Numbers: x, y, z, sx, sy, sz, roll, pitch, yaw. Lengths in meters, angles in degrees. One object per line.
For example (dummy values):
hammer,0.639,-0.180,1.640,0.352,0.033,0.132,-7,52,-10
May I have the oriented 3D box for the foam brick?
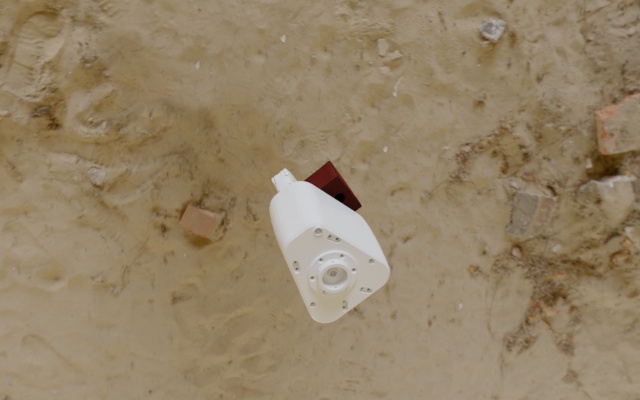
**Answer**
foam brick,0.000,0.002,0.569,0.078,0.053,0.051,-38,26,5
